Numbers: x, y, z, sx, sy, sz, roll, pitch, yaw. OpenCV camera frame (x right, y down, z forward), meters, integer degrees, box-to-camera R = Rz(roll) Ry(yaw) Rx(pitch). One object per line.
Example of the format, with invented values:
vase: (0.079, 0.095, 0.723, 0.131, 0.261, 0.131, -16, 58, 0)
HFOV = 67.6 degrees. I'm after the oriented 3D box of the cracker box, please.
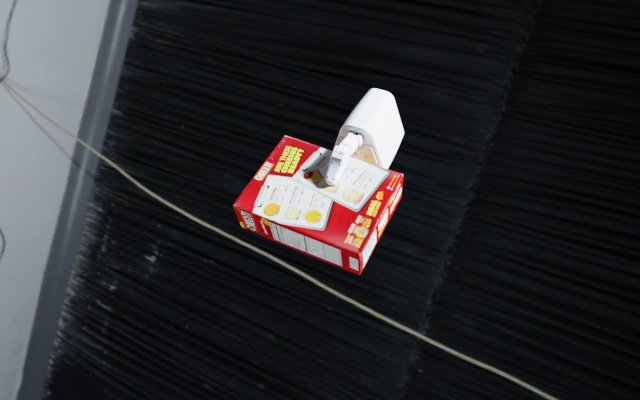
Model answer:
cracker box: (0.000, 0.002, 0.749, 0.213, 0.164, 0.072, 20, -33, 20)
